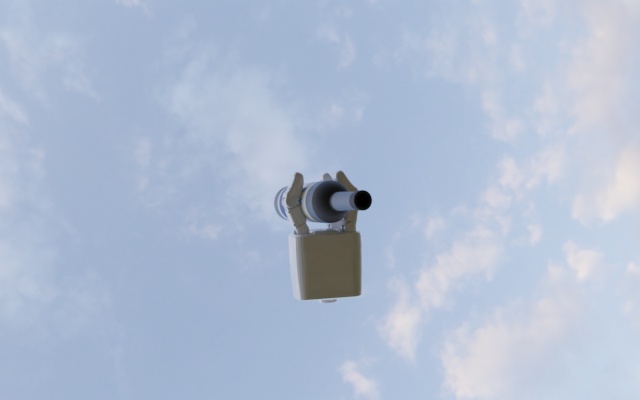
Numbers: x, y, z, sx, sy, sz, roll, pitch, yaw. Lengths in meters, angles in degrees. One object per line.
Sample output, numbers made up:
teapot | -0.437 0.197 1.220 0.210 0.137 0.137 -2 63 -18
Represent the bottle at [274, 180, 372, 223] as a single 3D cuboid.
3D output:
bottle | 0.000 0.002 0.767 0.069 0.069 0.296 0 -1 -23
